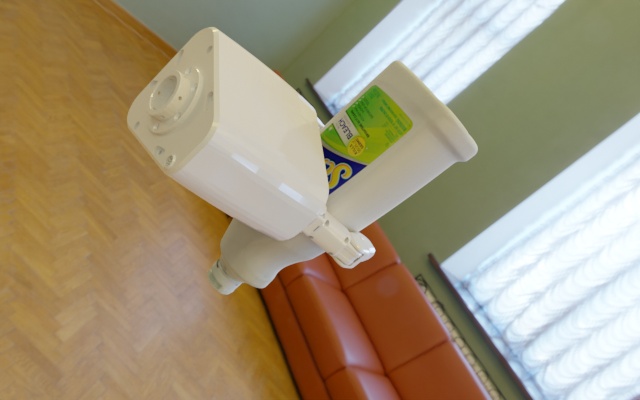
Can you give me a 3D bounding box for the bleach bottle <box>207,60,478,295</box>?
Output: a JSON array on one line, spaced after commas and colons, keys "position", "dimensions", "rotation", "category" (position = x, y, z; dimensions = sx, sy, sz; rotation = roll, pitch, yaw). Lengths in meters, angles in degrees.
[{"position": [0.000, 0.001, 0.407], "dimensions": [0.251, 0.102, 0.068], "rotation": [-41, -44, 14], "category": "bleach bottle"}]
